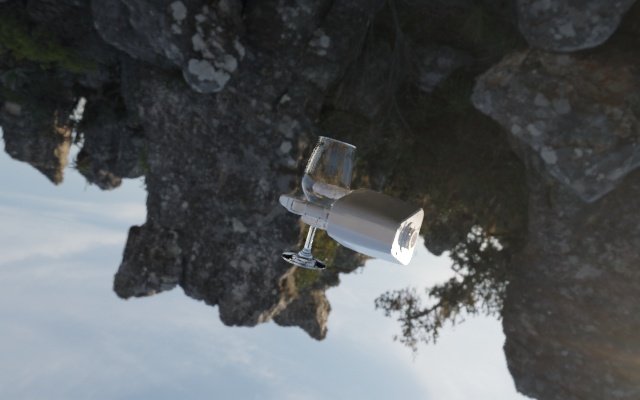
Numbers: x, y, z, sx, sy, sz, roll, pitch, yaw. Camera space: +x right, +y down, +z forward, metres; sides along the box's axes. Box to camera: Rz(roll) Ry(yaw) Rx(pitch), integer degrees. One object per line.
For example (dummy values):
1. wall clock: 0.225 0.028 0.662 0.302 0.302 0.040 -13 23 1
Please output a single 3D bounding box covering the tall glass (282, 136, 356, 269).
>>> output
1. tall glass: 0.000 0.003 0.758 0.079 0.201 0.079 15 6 -2
